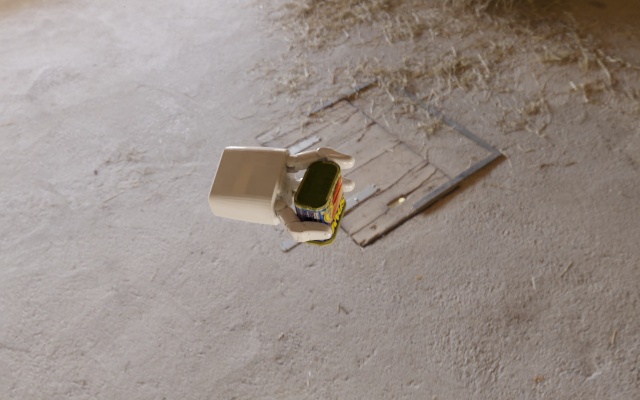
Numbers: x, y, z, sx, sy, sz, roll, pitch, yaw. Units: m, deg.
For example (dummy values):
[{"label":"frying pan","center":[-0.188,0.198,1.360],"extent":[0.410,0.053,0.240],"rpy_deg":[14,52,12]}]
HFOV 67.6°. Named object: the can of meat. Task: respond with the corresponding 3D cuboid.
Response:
[{"label":"can of meat","center":[0.000,0.002,0.716],"extent":[0.057,0.102,0.084],"rpy_deg":[9,-40,16]}]
